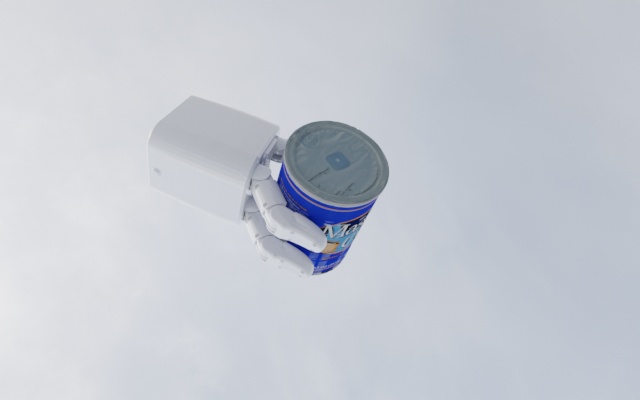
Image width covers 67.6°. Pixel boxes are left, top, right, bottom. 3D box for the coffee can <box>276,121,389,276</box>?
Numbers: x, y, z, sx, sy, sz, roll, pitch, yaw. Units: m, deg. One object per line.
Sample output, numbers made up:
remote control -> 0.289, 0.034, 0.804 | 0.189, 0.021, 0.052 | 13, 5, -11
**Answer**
coffee can -> 0.000, 0.002, 0.503 | 0.103, 0.102, 0.140 | 0, -36, -17
